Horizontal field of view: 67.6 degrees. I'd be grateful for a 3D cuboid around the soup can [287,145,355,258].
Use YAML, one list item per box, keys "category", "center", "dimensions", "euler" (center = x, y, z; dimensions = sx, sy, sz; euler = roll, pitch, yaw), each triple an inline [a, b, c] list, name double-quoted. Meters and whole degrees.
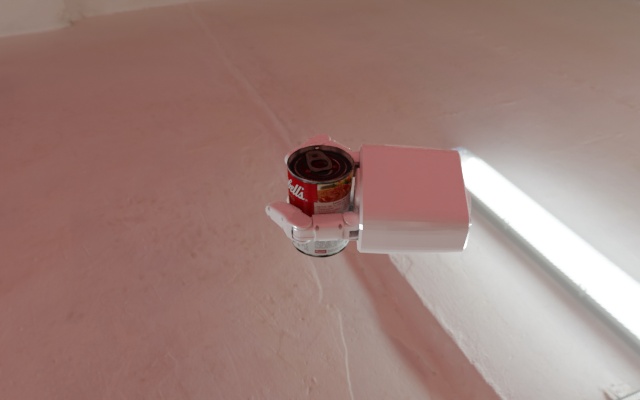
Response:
- category: "soup can"
  center: [0.000, 0.002, 0.507]
  dimensions: [0.068, 0.102, 0.068]
  euler: [0, 38, 0]
